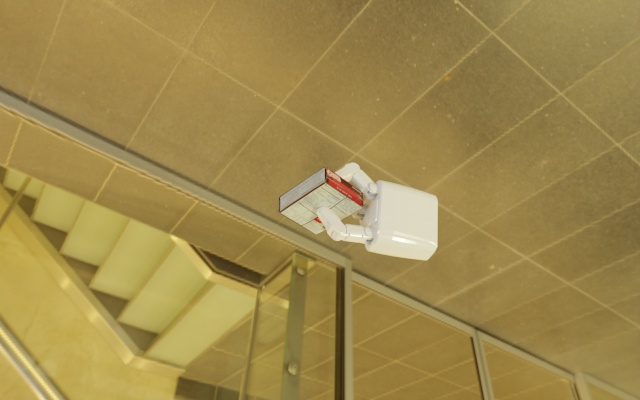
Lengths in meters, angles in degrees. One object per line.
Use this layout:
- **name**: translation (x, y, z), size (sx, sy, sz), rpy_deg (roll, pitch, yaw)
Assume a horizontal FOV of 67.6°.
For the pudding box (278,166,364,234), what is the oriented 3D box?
- **pudding box**: translation (0.000, 0.003, 0.779), size (0.113, 0.039, 0.090), rpy_deg (-33, -51, 32)
